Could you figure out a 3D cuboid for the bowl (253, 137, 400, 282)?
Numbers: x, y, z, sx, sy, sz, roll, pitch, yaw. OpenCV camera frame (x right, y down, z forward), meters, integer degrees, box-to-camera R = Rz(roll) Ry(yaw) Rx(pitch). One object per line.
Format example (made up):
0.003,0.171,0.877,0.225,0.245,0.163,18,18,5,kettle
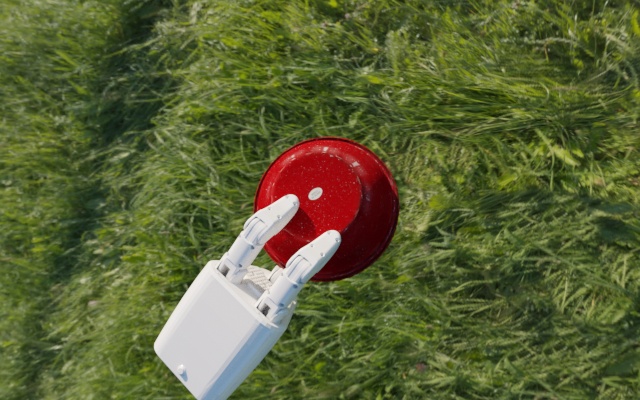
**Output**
0.001,0.000,0.496,0.162,0.162,0.055,0,-13,10,bowl
